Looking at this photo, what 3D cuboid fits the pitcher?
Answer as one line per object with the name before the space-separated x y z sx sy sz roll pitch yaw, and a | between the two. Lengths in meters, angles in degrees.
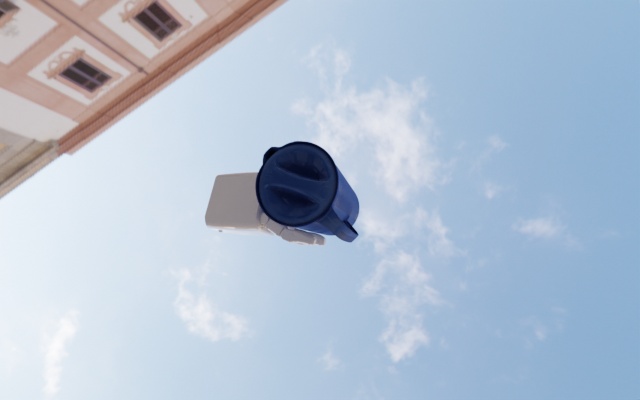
pitcher | 0.000 0.003 0.825 0.145 0.149 0.243 -2 -11 16
